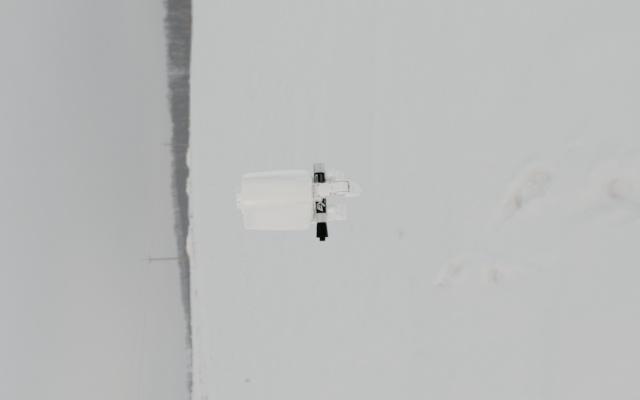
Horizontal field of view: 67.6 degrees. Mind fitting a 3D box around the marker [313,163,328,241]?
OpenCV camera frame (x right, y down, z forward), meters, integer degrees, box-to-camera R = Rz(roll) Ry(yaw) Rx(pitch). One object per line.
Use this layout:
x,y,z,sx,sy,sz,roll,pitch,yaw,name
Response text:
0.000,0.002,0.738,0.020,0.121,0.020,-3,-9,0,marker
